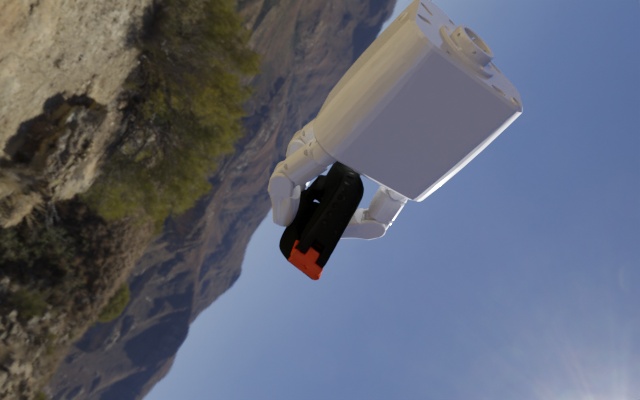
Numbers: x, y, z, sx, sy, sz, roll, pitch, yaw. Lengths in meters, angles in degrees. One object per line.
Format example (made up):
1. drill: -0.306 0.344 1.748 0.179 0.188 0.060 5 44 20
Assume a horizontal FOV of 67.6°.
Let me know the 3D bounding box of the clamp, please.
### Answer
1. clamp: 0.001 0.002 0.440 0.165 0.036 0.209 -44 14 36
